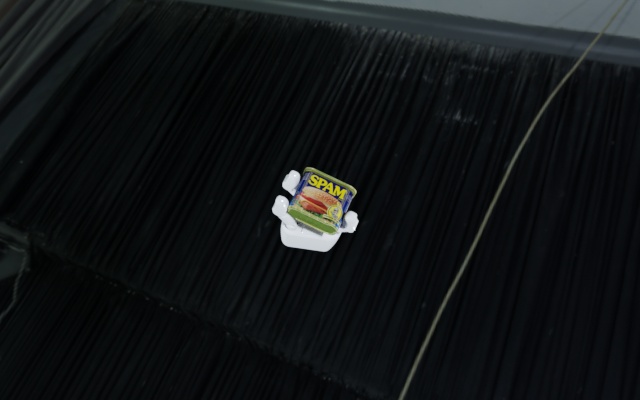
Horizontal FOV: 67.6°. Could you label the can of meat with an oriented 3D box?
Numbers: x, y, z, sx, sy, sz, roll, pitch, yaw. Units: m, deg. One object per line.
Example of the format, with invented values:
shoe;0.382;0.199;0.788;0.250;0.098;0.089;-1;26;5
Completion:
can of meat;0.000;0.003;0.850;0.102;0.084;0.057;26;-21;-1
